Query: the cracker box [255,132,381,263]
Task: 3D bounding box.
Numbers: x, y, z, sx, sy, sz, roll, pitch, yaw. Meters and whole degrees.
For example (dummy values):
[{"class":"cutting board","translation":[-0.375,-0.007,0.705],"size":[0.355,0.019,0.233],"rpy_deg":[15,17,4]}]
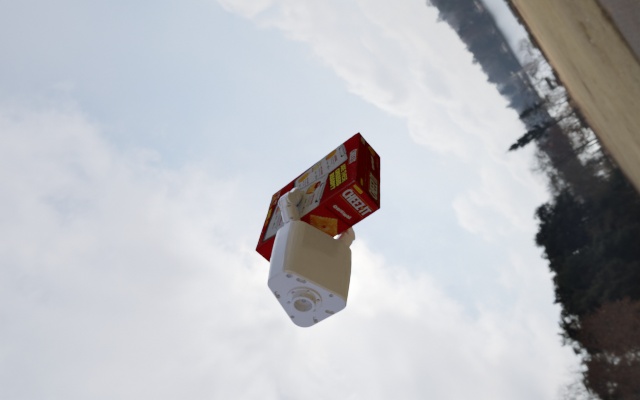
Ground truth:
[{"class":"cracker box","translation":[0.000,0.003,0.799],"size":[0.214,0.072,0.164],"rpy_deg":[-34,24,26]}]
